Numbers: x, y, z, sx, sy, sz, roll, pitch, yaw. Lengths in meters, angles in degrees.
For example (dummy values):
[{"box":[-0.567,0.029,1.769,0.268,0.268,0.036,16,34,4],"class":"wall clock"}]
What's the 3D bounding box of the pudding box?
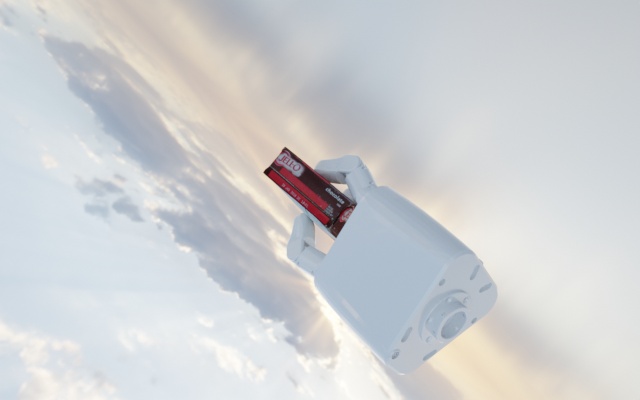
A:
[{"box":[0.000,0.002,0.486,0.090,0.039,0.113,41,-4,21],"class":"pudding box"}]
